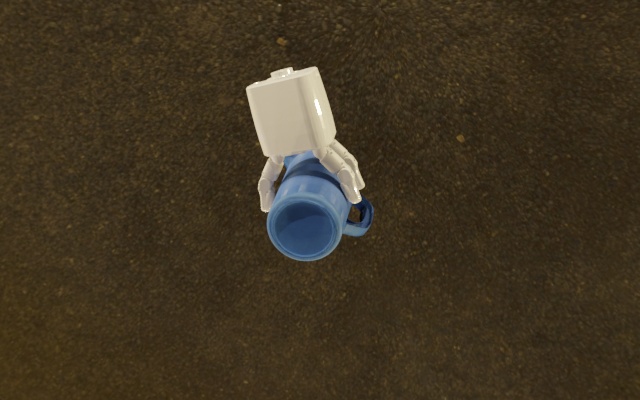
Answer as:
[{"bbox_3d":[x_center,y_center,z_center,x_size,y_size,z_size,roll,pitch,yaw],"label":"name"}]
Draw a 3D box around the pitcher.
[{"bbox_3d":[0.000,0.002,0.773,0.149,0.145,0.242,-10,20,11],"label":"pitcher"}]
